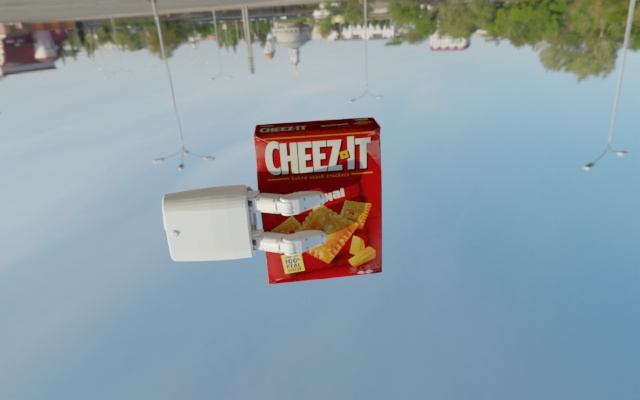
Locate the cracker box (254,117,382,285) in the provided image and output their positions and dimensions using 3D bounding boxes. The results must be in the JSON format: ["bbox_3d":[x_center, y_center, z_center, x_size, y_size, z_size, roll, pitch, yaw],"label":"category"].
[{"bbox_3d":[0.000,0.002,0.655,0.164,0.214,0.072,-5,21,-4],"label":"cracker box"}]
